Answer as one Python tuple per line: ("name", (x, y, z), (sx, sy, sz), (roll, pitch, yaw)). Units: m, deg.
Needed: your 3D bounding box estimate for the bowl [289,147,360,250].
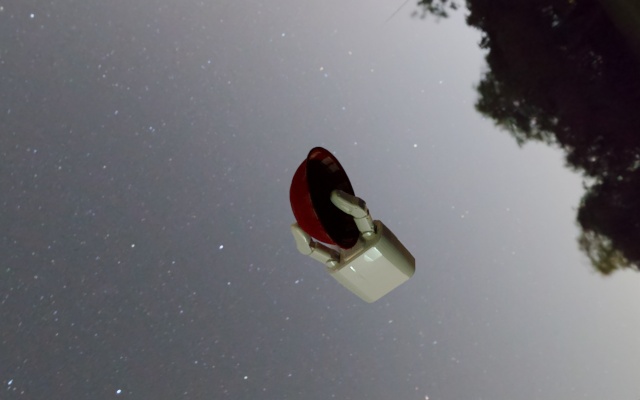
("bowl", (-0.001, 0.001, 0.729), (0.055, 0.162, 0.162), (-19, -8, 25))
